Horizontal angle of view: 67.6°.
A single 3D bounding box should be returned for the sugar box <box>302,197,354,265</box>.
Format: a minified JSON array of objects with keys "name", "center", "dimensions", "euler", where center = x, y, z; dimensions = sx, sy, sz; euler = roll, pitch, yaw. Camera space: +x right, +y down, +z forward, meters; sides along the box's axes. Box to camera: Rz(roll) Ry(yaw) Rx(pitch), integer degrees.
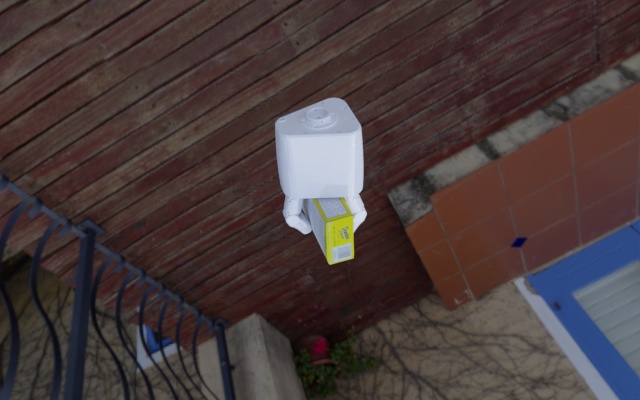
[{"name":"sugar box","center":[0.001,0.002,0.728],"dimensions":[0.048,0.093,0.176],"euler":[-13,44,-11]}]
